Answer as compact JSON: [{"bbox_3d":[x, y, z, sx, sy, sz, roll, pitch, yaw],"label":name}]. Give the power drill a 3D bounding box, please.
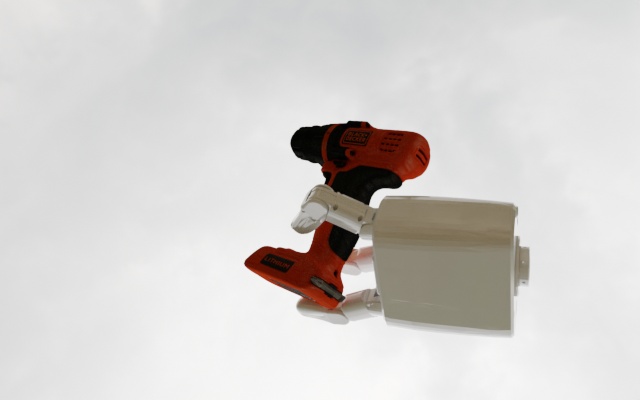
[{"bbox_3d":[0.000,0.002,0.486,0.184,0.187,0.057,12,-20,48],"label":"power drill"}]
